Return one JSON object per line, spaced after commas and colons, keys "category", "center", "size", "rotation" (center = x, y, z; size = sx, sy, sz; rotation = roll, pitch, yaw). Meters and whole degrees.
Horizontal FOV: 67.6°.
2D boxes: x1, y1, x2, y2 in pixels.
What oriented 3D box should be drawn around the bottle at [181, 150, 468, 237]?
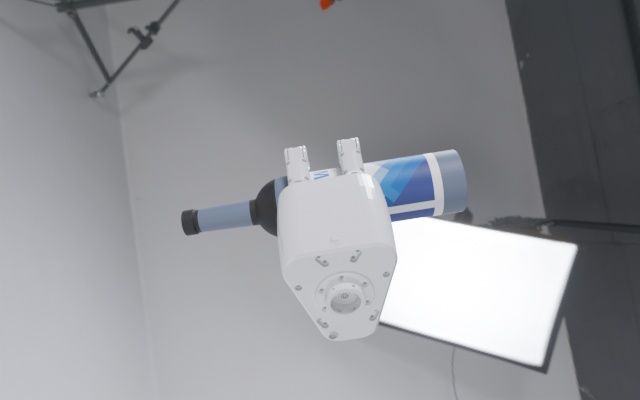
{"category": "bottle", "center": [0.000, 0.002, 0.509], "size": [0.296, 0.069, 0.069], "rotation": [-9, 0, 1]}
